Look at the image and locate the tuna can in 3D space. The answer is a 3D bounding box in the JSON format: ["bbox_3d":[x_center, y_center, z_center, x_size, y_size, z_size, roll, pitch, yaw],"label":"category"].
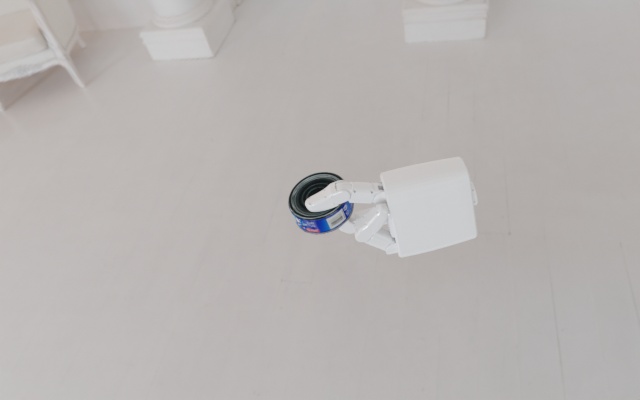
[{"bbox_3d":[0.000,0.002,0.648,0.086,0.086,0.034,0,-39,21],"label":"tuna can"}]
